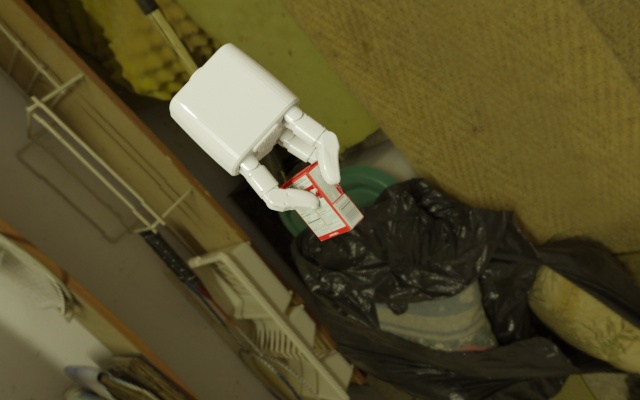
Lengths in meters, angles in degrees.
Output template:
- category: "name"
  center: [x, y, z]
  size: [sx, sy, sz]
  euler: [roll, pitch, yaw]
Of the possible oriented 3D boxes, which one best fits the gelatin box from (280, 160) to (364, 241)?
- category: "gelatin box"
  center: [0.000, 0.002, 0.581]
  size: [0.030, 0.089, 0.073]
  euler: [-43, 8, -32]
